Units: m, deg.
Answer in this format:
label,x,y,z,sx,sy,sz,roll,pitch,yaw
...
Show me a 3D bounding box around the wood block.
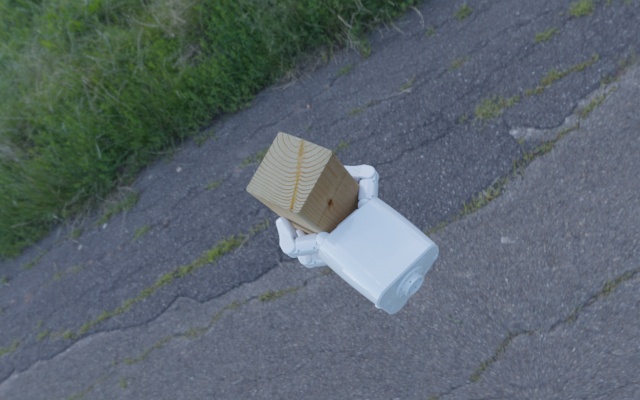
label,x,y,z,sx,sy,sz,roll,pitch,yaw
wood block,0.001,0.002,0.672,0.090,0.091,0.206,23,-11,31
